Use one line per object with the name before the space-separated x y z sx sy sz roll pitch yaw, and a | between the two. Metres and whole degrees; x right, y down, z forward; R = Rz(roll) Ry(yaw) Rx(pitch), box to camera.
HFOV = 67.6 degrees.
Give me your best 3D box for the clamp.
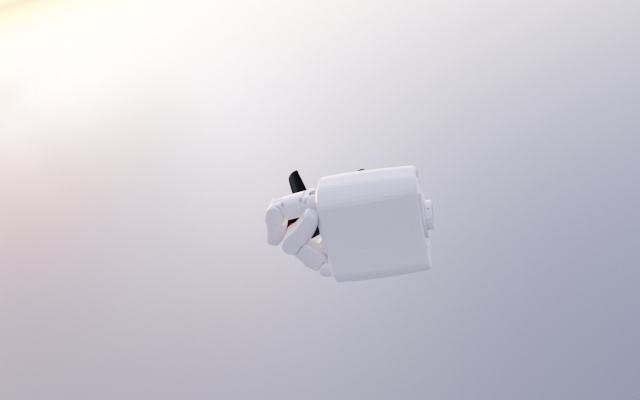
clamp | 0.000 0.002 0.629 0.120 0.039 0.171 -10 31 17
